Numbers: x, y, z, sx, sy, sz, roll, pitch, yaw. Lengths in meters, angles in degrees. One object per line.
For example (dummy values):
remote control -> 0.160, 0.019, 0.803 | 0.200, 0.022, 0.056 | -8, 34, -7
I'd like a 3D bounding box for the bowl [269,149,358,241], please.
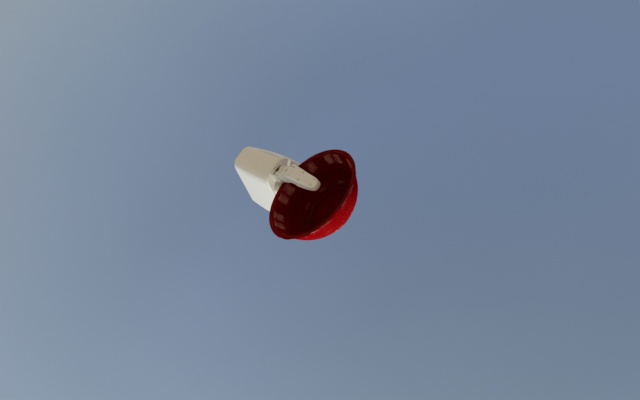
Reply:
bowl -> 0.001, 0.003, 0.718 | 0.162, 0.162, 0.055 | 0, -34, 47
